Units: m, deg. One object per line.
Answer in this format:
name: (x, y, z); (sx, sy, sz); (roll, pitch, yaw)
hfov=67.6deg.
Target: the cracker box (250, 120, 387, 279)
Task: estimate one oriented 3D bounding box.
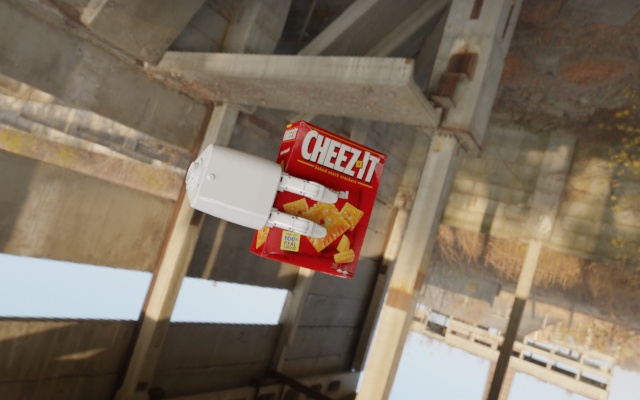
cracker box: (0.000, 0.003, 0.760); (0.164, 0.213, 0.072); (19, -5, -25)
